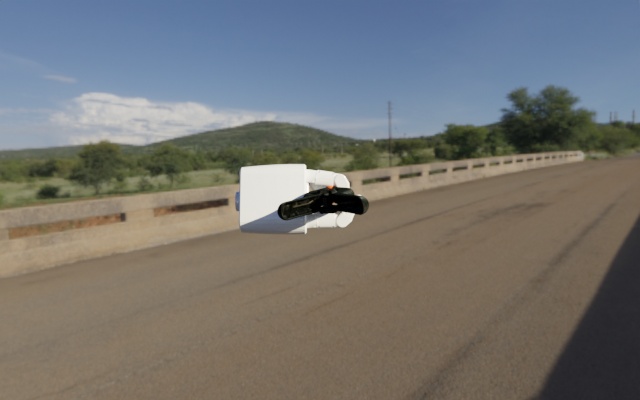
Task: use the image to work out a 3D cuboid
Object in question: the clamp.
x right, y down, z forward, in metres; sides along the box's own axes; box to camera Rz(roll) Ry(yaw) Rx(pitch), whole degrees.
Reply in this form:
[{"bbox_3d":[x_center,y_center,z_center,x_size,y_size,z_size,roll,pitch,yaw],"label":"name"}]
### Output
[{"bbox_3d":[0.000,0.002,0.693,0.120,0.039,0.171,0,5,-3],"label":"clamp"}]
